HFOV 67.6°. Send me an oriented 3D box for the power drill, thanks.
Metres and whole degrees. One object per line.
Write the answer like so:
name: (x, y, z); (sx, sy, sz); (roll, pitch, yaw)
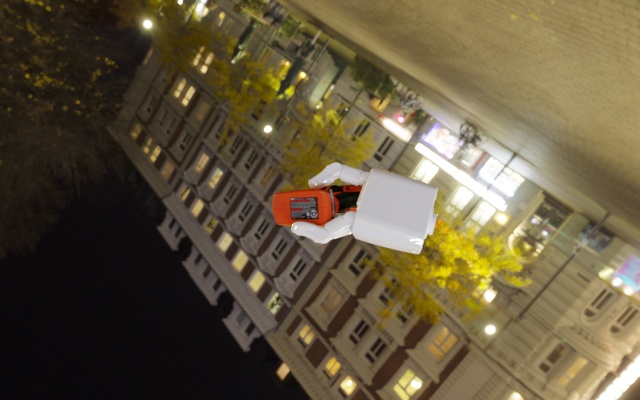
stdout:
power drill: (0.000, 0.003, 0.824); (0.184, 0.057, 0.187); (-4, 5, 30)
